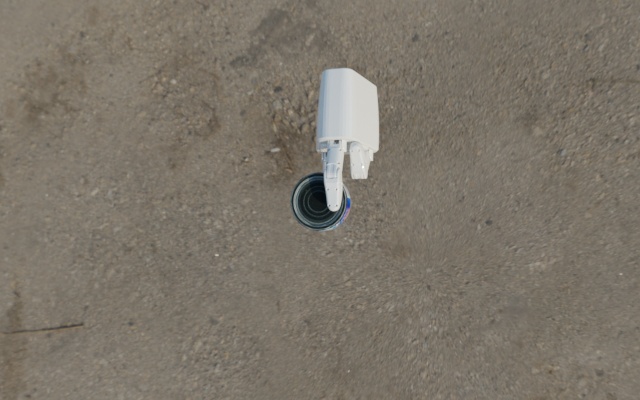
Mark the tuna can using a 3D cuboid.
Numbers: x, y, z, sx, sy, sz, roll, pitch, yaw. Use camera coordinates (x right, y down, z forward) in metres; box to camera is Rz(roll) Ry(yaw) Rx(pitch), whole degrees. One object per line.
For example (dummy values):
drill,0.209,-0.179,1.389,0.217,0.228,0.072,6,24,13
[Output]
tuna can,0.000,0.002,0.699,0.086,0.086,0.034,0,-3,12
